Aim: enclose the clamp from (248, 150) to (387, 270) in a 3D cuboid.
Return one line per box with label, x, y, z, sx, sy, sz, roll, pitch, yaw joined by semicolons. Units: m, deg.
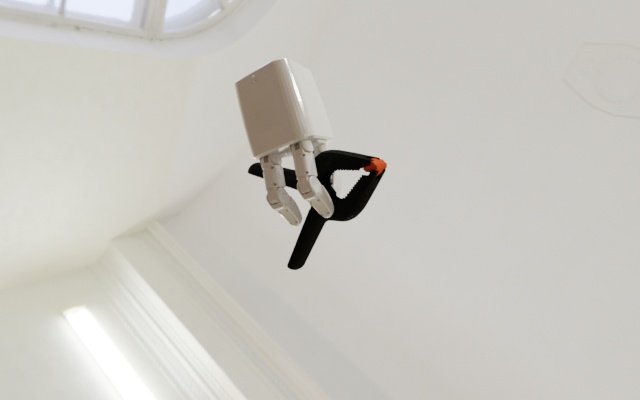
clamp;0.001;0.002;0.638;0.210;0.164;0.036;-17;2;37
